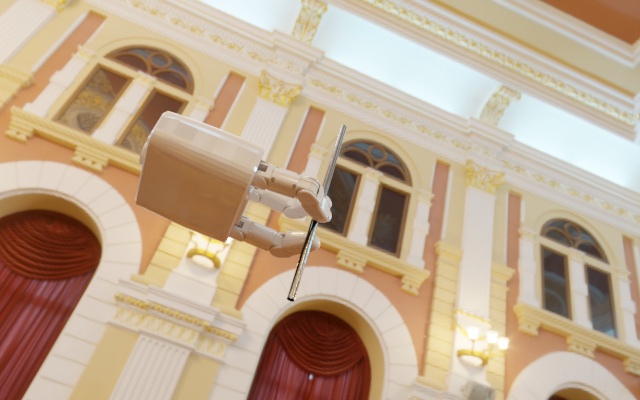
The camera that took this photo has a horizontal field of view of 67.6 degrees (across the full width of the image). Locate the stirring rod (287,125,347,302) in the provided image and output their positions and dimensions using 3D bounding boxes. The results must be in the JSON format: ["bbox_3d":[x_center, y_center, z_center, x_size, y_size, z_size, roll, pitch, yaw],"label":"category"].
[{"bbox_3d":[0.000,0.002,0.530,0.011,0.239,0.011,11,-35,8],"label":"stirring rod"}]
